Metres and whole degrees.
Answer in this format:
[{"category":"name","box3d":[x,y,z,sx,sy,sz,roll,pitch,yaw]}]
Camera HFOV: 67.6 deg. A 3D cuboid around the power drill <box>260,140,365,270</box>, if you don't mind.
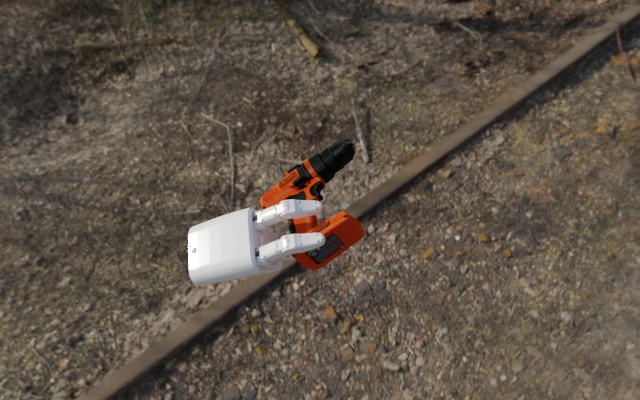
[{"category":"power drill","box3d":[0.000,0.003,0.737,0.057,0.184,0.187,45,12,-37]}]
